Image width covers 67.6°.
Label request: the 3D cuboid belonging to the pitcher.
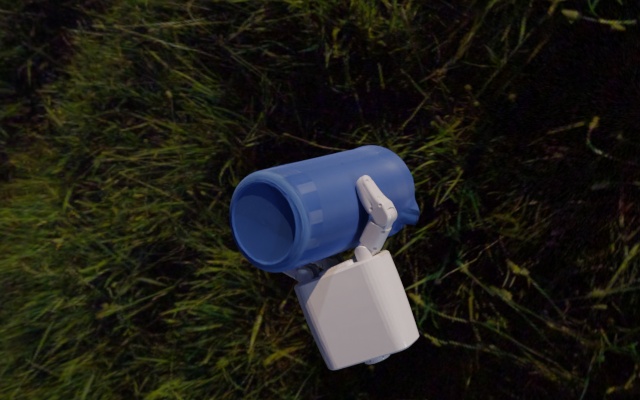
[{"bbox_3d":[0.000,0.002,0.588,0.149,0.145,0.243,-24,-6,35],"label":"pitcher"}]
